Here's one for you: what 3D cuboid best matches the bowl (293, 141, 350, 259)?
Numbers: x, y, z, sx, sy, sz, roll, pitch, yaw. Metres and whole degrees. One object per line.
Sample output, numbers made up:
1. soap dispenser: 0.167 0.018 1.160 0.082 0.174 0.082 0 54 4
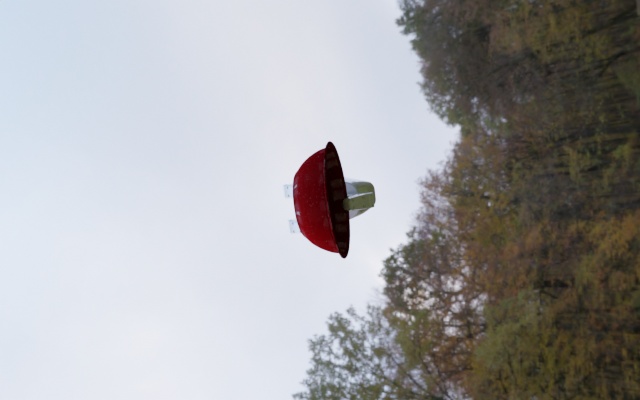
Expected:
1. bowl: -0.001 0.002 0.657 0.055 0.162 0.162 -7 -1 11
